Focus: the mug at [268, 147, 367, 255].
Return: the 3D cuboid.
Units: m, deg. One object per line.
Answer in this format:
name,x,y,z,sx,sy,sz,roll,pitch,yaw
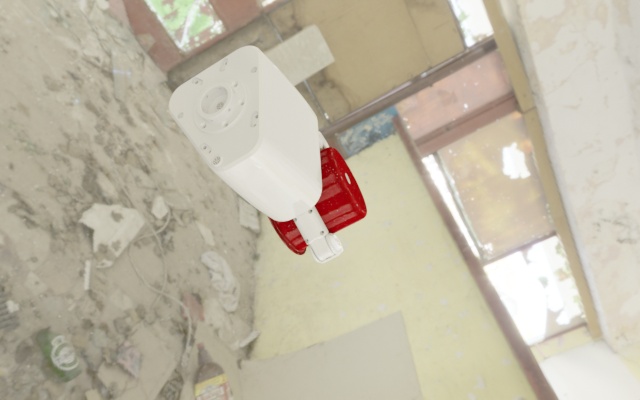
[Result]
mug,0.001,0.002,0.503,0.081,0.093,0.117,-27,-29,12
